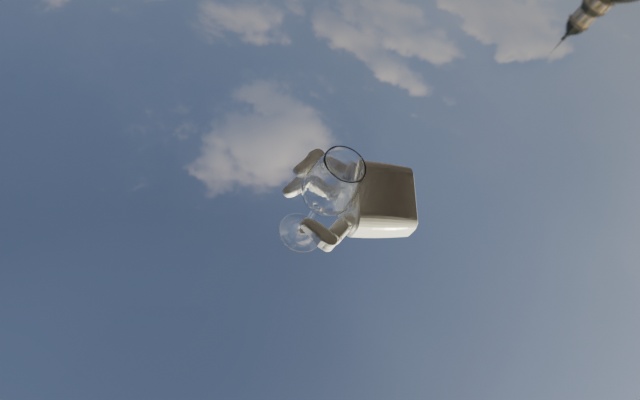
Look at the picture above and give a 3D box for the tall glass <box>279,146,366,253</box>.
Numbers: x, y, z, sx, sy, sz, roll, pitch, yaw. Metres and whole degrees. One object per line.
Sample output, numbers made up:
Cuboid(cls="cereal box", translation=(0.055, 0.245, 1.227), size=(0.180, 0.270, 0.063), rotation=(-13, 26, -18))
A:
Cuboid(cls="tall glass", translation=(0.000, 0.003, 0.716), size=(0.079, 0.079, 0.201), rotation=(0, -31, -23))
